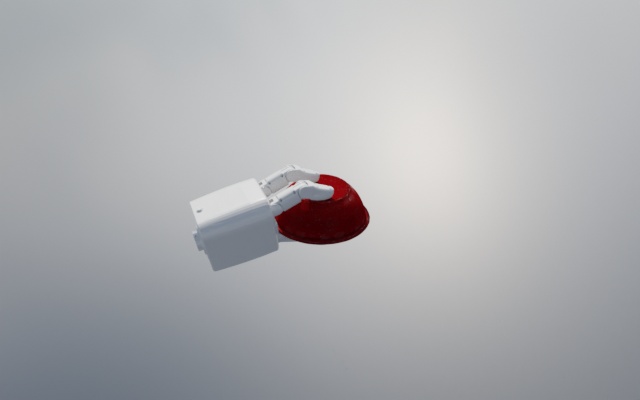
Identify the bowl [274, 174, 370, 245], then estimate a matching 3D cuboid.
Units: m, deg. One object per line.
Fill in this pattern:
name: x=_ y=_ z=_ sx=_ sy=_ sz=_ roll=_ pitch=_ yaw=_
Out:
bowl: x=0.001 y=0.002 z=0.761 sx=0.162 sy=0.055 sz=0.162 roll=1 pitch=31 yaw=-1
